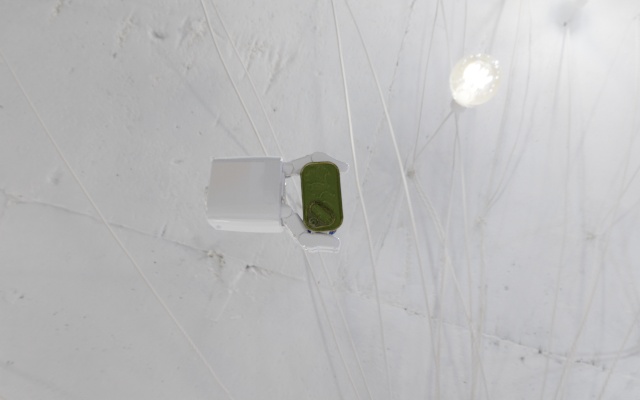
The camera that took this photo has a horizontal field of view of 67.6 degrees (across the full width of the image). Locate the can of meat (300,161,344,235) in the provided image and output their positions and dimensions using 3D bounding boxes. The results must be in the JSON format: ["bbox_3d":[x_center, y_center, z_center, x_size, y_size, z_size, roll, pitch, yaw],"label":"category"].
[{"bbox_3d":[0.000,0.002,0.714,0.057,0.102,0.084,-4,-12,-3],"label":"can of meat"}]
